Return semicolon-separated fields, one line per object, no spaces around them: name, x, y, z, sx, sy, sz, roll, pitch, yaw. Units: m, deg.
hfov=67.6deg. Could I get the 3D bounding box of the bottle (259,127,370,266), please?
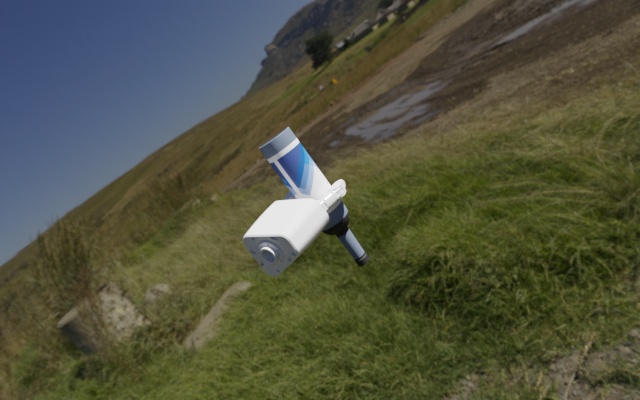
bottle;0.000;0.003;0.890;0.069;0.296;0.069;-34;13;9
